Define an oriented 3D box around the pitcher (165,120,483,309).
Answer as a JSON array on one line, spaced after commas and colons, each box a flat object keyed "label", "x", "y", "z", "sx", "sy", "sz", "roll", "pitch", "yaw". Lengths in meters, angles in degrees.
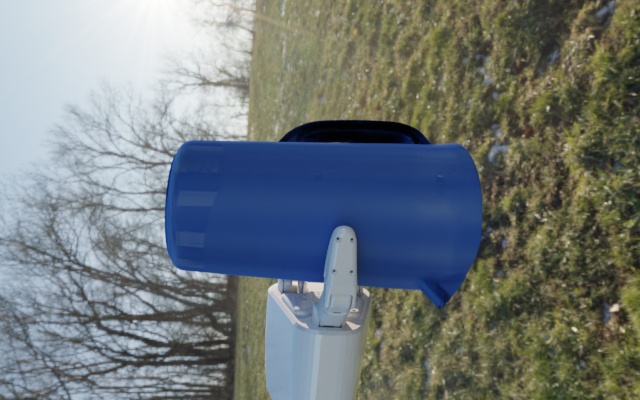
[{"label": "pitcher", "x": 0.000, "y": 0.002, "z": 0.416, "sx": 0.243, "sy": 0.145, "sz": 0.149, "roll": 3, "pitch": 12, "yaw": -7}]
